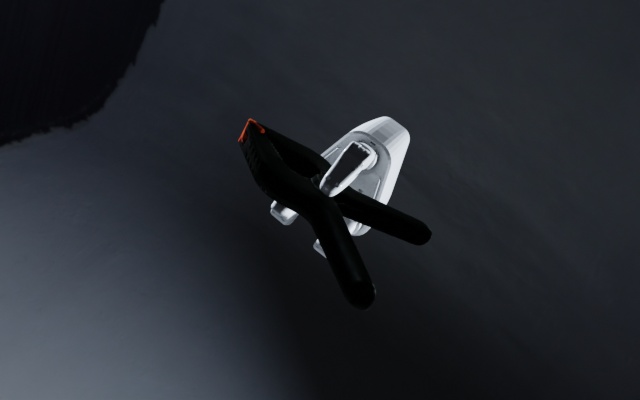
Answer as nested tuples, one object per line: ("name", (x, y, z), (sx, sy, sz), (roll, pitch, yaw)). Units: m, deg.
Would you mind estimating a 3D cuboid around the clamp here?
("clamp", (0.000, 0.000, 0.436), (0.210, 0.036, 0.164), (38, 29, 7))
